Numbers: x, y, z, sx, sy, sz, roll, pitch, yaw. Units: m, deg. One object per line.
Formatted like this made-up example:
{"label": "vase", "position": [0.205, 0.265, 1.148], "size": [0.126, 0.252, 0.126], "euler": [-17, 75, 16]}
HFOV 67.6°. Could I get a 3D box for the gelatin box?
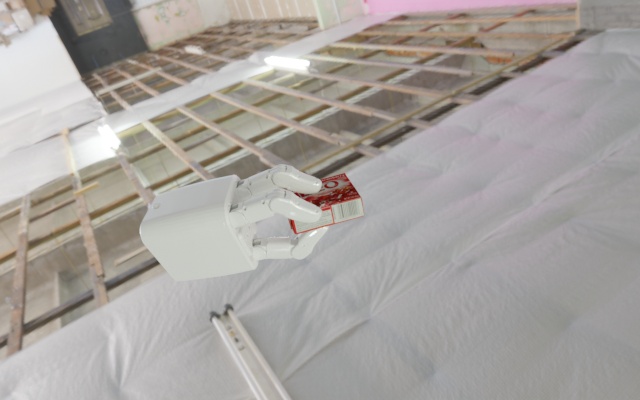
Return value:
{"label": "gelatin box", "position": [0.001, 0.002, 0.584], "size": [0.089, 0.030, 0.073], "euler": [-15, 28, -7]}
